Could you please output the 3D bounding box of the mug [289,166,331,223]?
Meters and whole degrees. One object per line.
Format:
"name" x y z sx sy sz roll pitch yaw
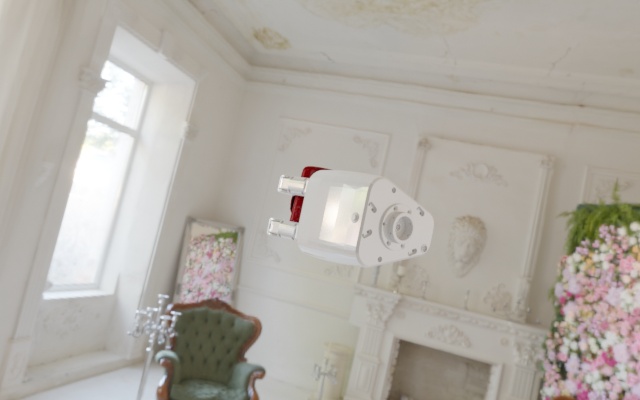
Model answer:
"mug" -0.001 0.002 0.643 0.093 0.081 0.117 17 -5 -37
